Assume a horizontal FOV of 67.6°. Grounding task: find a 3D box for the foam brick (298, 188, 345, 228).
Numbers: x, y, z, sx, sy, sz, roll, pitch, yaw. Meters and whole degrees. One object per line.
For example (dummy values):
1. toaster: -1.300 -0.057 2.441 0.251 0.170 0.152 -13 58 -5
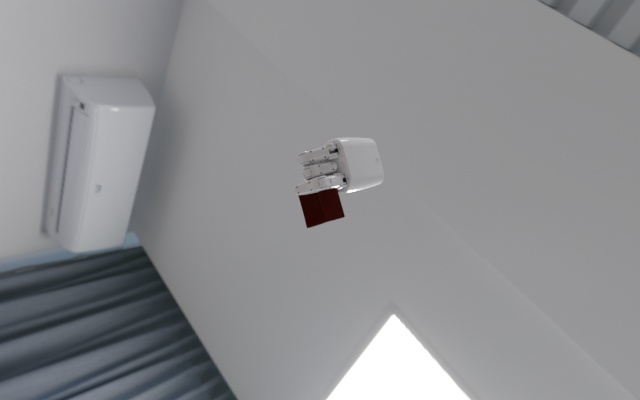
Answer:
1. foam brick: 0.000 0.003 0.845 0.053 0.078 0.051 -18 -5 44
